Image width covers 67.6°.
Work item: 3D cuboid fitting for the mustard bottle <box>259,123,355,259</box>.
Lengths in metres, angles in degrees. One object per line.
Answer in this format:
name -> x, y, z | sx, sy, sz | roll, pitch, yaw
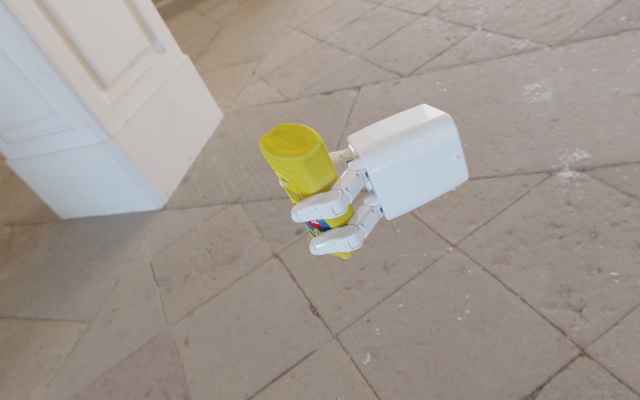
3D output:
mustard bottle -> 0.000, 0.002, 0.570 | 0.058, 0.192, 0.096 | -41, 39, -17
